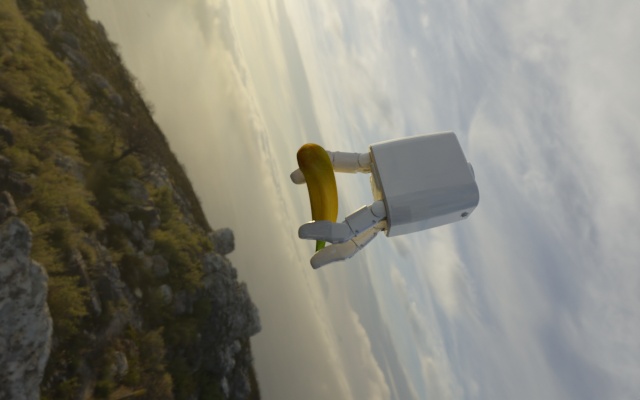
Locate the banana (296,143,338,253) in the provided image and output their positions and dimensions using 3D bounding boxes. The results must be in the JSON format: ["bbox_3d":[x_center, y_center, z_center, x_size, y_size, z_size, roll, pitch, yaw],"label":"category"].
[{"bbox_3d":[0.000,-0.011,0.559,0.037,0.069,0.198,-4,-38,5],"label":"banana"}]
